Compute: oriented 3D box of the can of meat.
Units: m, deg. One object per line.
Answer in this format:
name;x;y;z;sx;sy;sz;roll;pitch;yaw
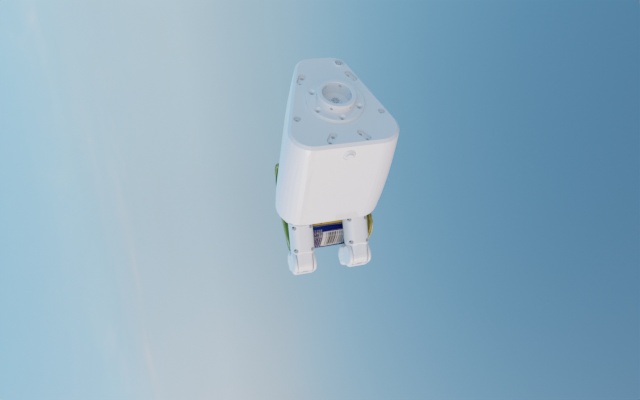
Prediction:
can of meat;0.000;0.002;0.517;0.084;0.102;0.057;-8;-31;-14
